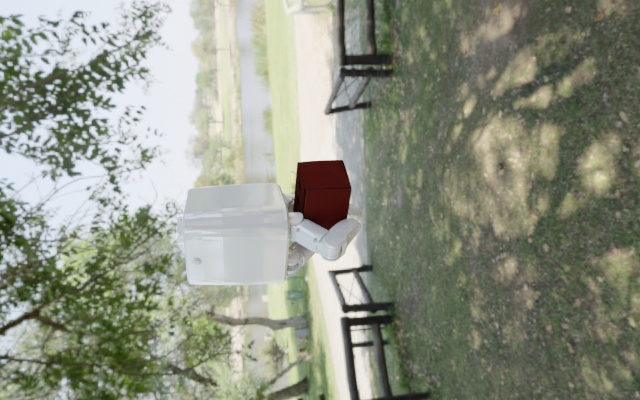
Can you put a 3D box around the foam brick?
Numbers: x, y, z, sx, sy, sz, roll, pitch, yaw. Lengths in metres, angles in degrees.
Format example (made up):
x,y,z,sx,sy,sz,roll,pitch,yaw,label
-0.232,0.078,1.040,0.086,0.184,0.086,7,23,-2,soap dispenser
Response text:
x,y,z,sx,sy,sz,roll,pitch,yaw,label
0.000,0.001,0.523,0.051,0.078,0.053,-1,37,-10,foam brick
